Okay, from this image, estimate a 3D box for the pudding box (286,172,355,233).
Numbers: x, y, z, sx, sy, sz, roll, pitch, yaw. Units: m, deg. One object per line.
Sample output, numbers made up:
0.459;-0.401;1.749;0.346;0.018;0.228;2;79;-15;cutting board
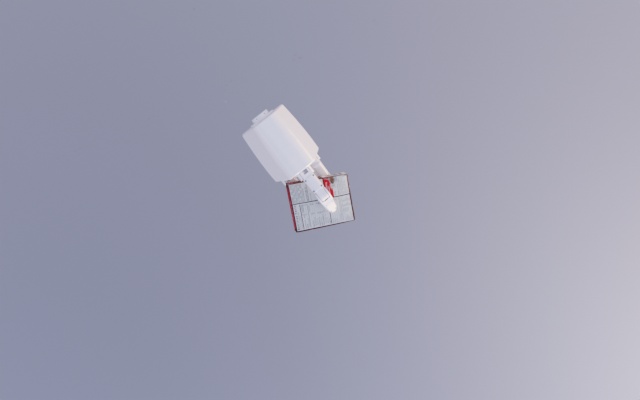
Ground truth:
0.000;0.003;0.861;0.113;0.090;0.039;-11;8;-6;pudding box
